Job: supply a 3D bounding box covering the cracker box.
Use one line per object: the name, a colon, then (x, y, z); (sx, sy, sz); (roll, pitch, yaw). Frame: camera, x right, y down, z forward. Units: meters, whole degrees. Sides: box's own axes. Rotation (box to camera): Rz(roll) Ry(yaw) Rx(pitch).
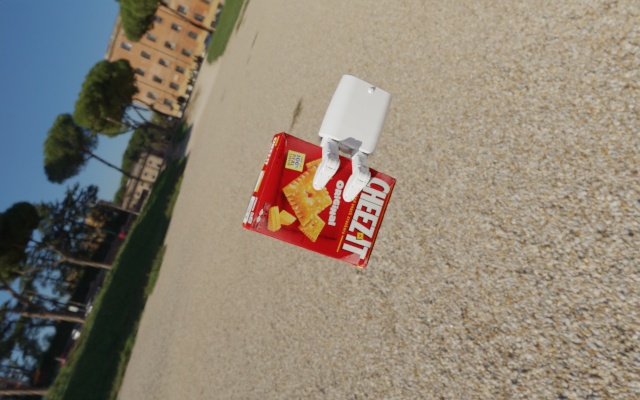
cracker box: (0.000, 0.003, 0.790); (0.214, 0.164, 0.072); (21, -3, -18)
